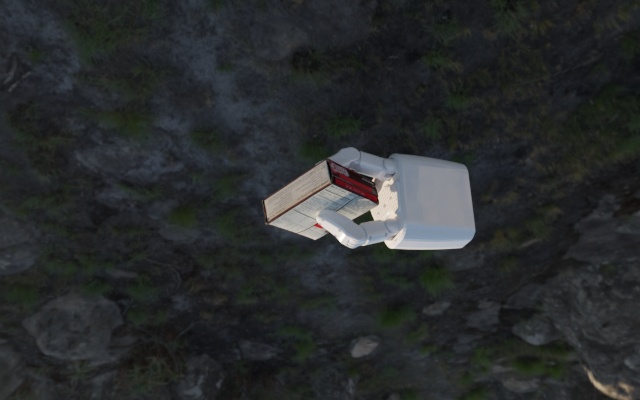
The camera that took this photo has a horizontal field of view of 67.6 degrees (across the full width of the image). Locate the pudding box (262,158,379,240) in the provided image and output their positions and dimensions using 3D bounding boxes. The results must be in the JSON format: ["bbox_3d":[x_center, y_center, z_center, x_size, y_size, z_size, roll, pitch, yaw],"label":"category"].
[{"bbox_3d":[0.000,0.002,0.578,0.113,0.039,0.090,-33,-37,31],"label":"pudding box"}]
